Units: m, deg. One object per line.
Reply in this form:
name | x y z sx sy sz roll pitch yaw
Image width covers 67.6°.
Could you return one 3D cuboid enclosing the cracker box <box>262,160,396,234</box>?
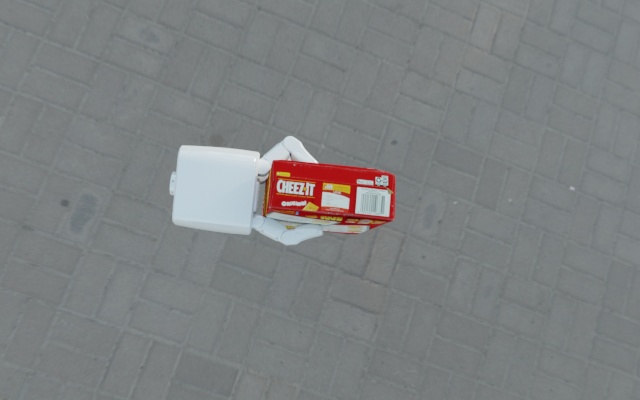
cracker box | 0.000 0.002 0.702 0.164 0.072 0.214 6 -9 -8
